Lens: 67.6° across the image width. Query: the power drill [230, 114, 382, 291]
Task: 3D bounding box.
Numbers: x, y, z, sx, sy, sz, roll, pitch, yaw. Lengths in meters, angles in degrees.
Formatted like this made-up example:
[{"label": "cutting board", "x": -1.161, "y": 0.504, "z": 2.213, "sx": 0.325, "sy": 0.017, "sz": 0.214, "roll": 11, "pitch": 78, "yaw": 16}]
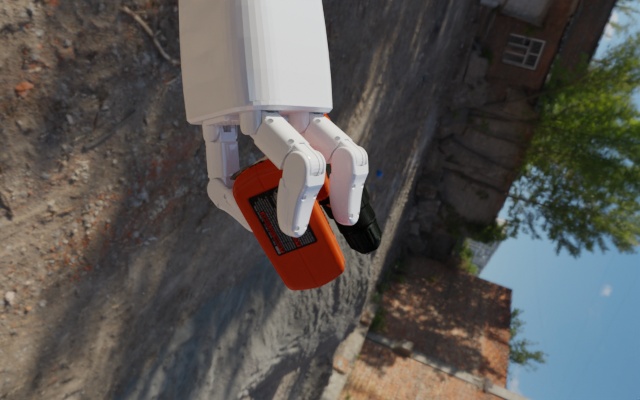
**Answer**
[{"label": "power drill", "x": 0.000, "y": 0.001, "z": 0.437, "sx": 0.057, "sy": 0.184, "sz": 0.187, "roll": -25, "pitch": 15, "yaw": 19}]
